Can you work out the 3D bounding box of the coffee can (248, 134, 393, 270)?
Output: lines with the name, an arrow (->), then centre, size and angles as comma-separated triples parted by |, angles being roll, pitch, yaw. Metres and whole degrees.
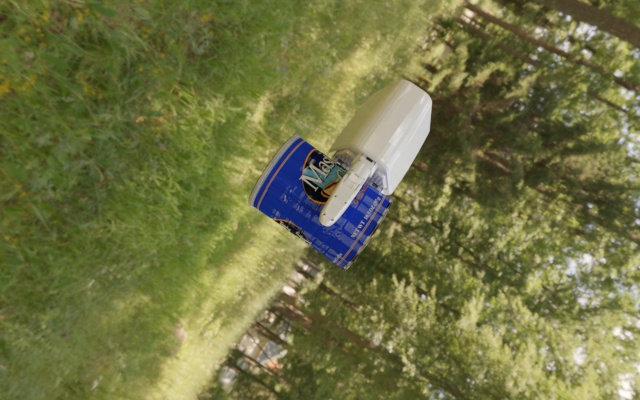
coffee can -> 0.000, 0.002, 0.573 | 0.140, 0.103, 0.103 | 35, 1, 2
